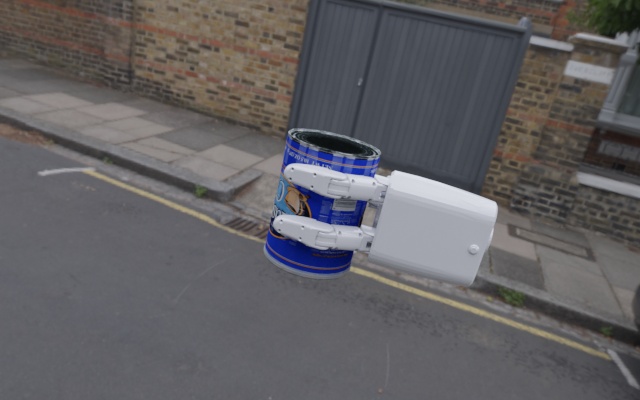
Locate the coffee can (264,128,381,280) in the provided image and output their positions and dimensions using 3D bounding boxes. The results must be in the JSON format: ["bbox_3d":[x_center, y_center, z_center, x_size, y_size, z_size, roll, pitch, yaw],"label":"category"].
[{"bbox_3d":[0.000,0.002,0.531,0.103,0.140,0.102,12,18,-4],"label":"coffee can"}]
